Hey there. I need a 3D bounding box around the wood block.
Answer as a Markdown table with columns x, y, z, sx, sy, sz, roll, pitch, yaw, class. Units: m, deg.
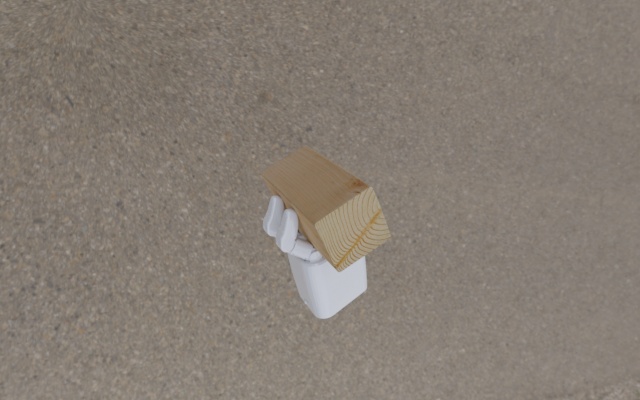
| x | y | z | sx | sy | sz | roll | pitch | yaw | class |
| --- | --- | --- | --- | --- | --- | --- | --- | --- | --- |
| 0.001 | 0.002 | 0.695 | 0.091 | 0.090 | 0.206 | -32 | 32 | -12 | wood block |
